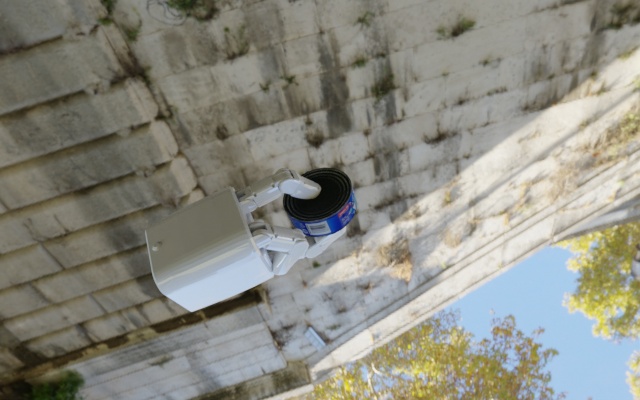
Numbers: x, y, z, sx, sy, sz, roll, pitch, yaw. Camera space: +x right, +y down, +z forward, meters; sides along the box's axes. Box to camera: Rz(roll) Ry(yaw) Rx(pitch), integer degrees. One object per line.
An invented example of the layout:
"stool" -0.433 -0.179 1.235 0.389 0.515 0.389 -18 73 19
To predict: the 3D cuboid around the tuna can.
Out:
"tuna can" 0.000 0.002 0.577 0.086 0.086 0.034 0 -41 22
